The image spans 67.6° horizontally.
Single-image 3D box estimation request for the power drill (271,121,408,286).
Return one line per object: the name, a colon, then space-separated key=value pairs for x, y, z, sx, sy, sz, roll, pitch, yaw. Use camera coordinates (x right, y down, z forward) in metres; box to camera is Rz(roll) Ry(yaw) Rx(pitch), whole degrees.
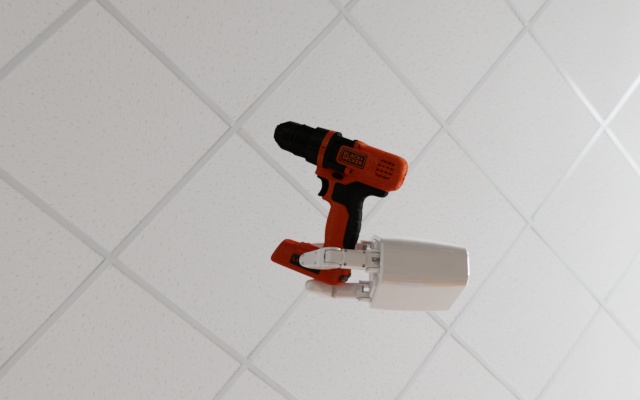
power drill: x=0.000 y=0.003 z=0.623 sx=0.184 sy=0.187 sz=0.057 roll=21 pitch=6 yaw=16
